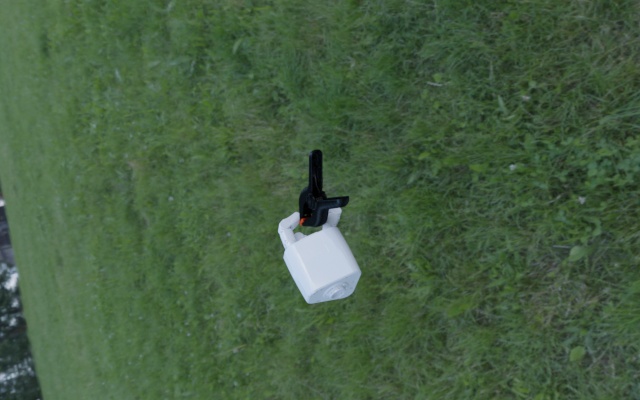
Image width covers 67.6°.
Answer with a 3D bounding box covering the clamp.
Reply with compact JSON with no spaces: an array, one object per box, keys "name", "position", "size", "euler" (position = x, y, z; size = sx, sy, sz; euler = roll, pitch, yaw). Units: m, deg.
[{"name":"clamp","position":[0.000,0.003,0.885],"size":[0.039,0.120,0.172],"euler":[-13,-37,-24]}]
